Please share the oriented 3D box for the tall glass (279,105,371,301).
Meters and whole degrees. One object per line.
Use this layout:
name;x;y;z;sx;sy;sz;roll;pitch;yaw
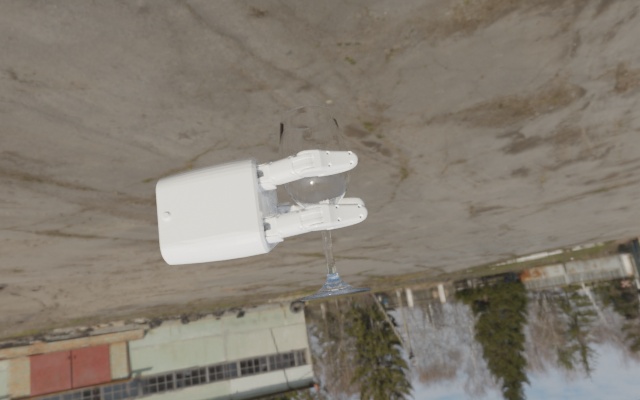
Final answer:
tall glass;0.000;0.002;0.512;0.079;0.201;0.079;-8;-13;-2
